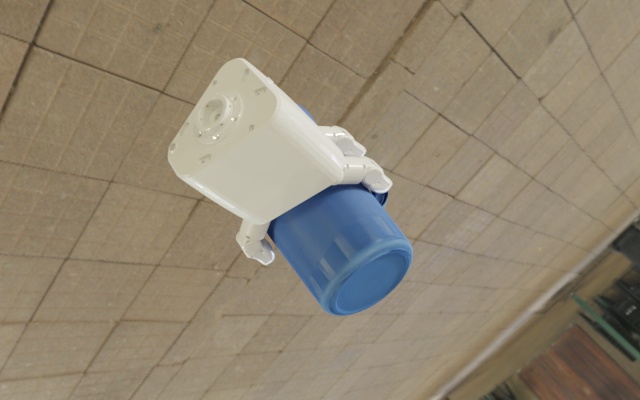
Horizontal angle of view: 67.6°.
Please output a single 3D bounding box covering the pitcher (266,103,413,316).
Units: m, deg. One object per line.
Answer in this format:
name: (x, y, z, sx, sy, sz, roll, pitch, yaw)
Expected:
pitcher: (0.000, 0.002, 0.539, 0.242, 0.149, 0.145, 52, 8, 36)
